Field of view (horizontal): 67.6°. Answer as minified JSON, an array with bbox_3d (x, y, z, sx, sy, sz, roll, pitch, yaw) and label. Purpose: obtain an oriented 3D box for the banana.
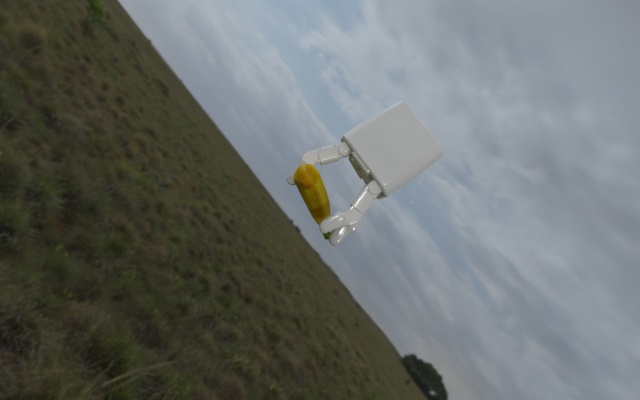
[{"bbox_3d":[-0.008,-0.011,0.672,0.037,0.069,0.198,-30,-26,-3],"label":"banana"}]
